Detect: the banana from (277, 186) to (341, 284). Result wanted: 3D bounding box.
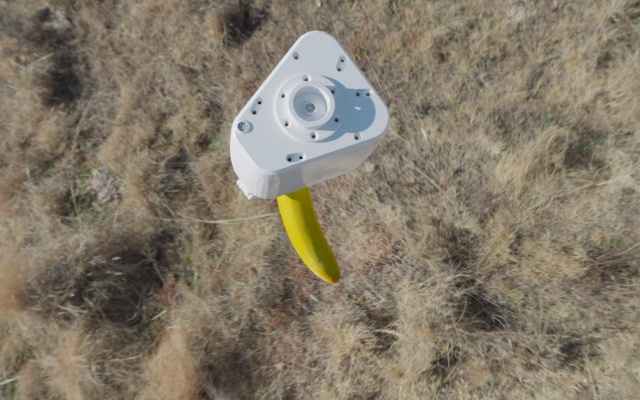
[{"bbox_3d":[-0.016,0.000,0.533,0.069,0.198,0.037,-7,0,-31],"label":"banana"}]
